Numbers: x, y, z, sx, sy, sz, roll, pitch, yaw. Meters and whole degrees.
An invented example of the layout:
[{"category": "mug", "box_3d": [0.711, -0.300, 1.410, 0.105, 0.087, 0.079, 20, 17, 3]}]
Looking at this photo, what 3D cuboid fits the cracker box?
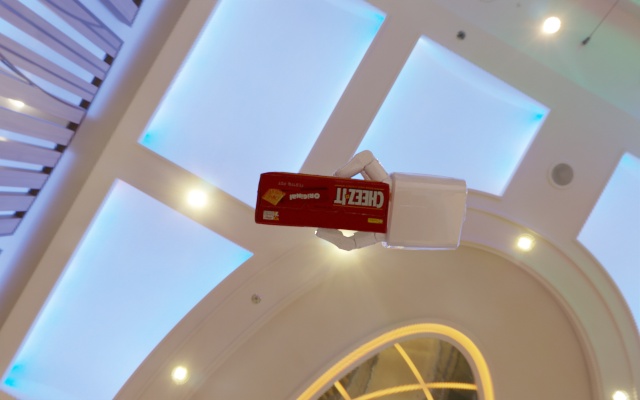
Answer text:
[{"category": "cracker box", "box_3d": [0.000, 0.002, 0.685, 0.164, 0.072, 0.213, 4, -1, -2]}]
